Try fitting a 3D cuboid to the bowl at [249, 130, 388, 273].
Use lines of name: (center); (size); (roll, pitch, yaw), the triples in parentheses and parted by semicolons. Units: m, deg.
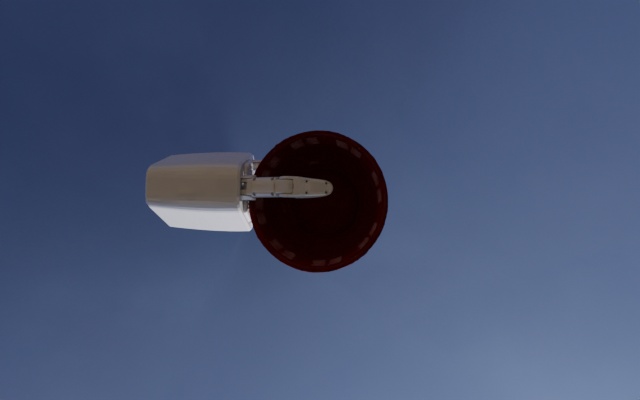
bowl: (0.001, 0.002, 0.565); (0.162, 0.162, 0.055); (0, -3, 11)
